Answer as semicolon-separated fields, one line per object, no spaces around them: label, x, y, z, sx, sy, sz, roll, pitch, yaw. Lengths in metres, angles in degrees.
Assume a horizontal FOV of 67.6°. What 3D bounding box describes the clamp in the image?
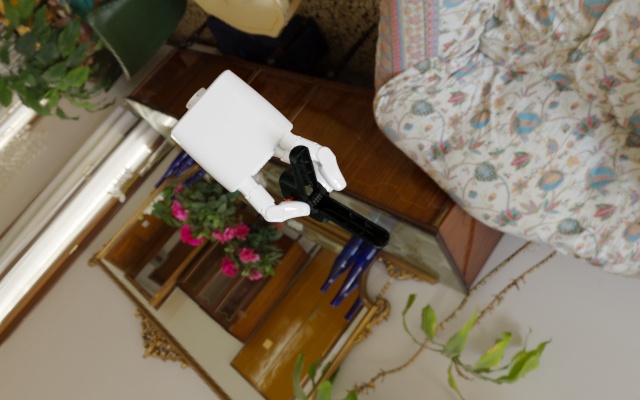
clamp;-0.001;0.003;0.642;0.164;0.036;0.210;45;-14;-10
